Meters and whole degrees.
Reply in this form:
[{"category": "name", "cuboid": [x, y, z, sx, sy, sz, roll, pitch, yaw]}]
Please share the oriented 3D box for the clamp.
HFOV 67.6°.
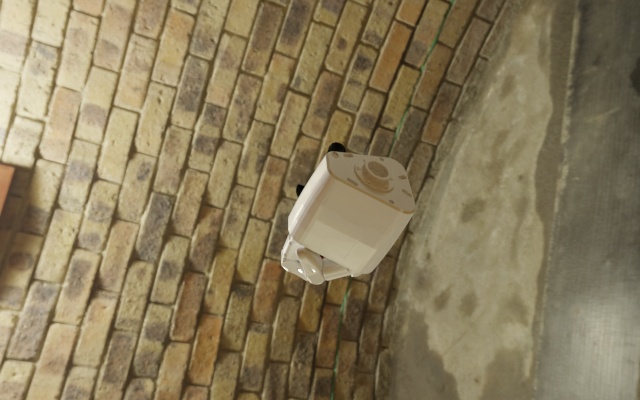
[{"category": "clamp", "cuboid": [-0.001, 0.002, 0.650, 0.039, 0.171, 0.120, 16, -50, -18]}]
